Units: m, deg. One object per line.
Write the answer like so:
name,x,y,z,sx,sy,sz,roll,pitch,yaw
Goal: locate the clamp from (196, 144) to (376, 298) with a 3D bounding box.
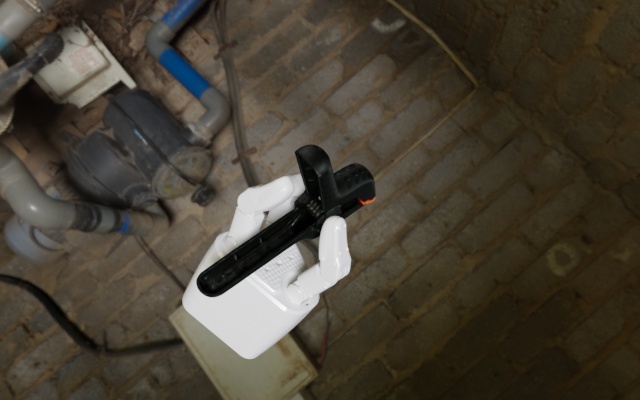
clamp,0.001,0.002,0.429,0.210,0.036,0.165,-22,-22,-52
